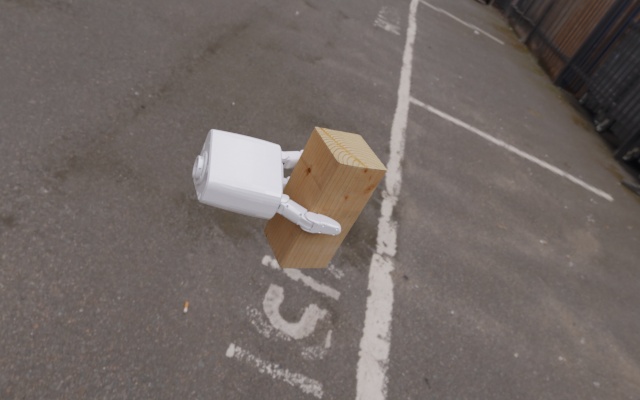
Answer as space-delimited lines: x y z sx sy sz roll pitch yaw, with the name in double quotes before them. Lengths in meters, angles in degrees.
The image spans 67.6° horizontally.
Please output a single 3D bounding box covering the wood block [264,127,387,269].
"wood block" 0.000 0.002 0.736 0.090 0.206 0.090 5 39 -35
